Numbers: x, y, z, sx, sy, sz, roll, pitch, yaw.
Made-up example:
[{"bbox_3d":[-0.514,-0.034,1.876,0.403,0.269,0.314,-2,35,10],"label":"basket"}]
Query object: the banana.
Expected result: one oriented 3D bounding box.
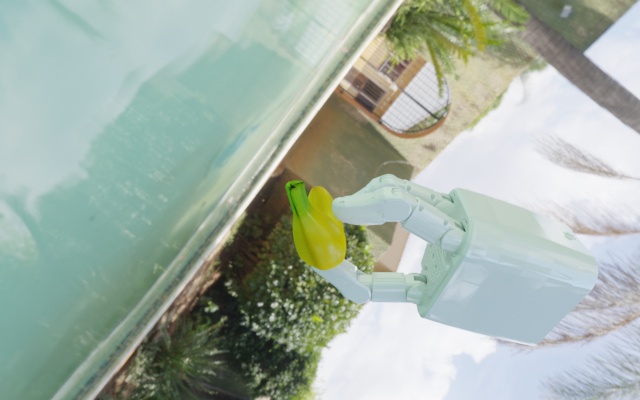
[{"bbox_3d":[0.001,0.020,0.398,0.037,0.069,0.198,-4,0,2],"label":"banana"}]
